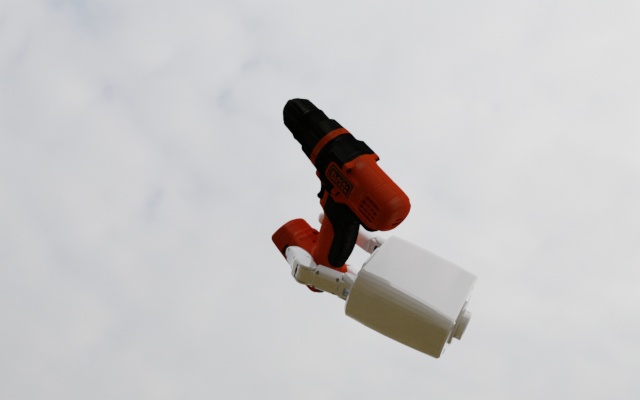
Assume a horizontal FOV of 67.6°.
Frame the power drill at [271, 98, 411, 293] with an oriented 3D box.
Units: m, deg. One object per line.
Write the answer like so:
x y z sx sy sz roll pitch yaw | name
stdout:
0.000 0.002 0.540 0.057 0.184 0.188 -21 -31 -35 | power drill
